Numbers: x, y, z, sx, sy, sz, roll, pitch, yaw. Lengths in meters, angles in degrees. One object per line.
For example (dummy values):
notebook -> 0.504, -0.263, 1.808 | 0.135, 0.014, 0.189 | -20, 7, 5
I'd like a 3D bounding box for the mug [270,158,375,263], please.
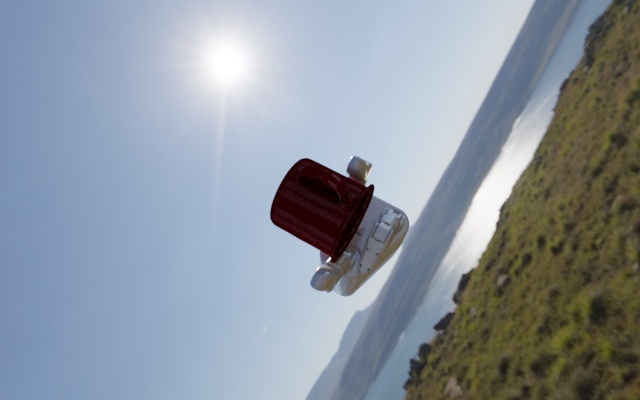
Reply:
mug -> 0.000, 0.001, 0.495 | 0.081, 0.093, 0.117 | 28, -22, 13
